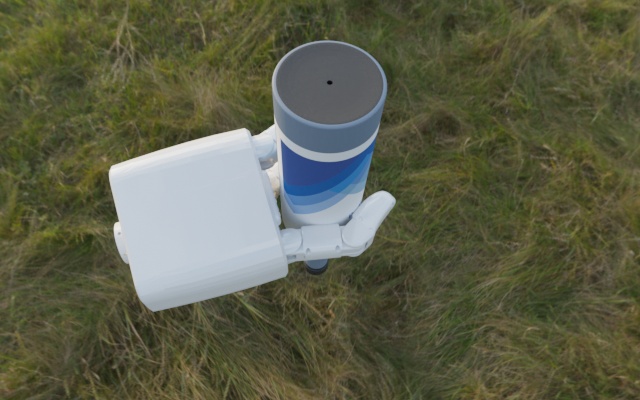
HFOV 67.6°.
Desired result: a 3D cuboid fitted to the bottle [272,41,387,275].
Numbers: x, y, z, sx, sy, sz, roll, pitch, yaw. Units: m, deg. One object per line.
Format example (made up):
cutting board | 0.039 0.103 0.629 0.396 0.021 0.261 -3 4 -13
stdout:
bottle | 0.000 0.001 0.403 0.069 0.069 0.296 0 -28 -2
